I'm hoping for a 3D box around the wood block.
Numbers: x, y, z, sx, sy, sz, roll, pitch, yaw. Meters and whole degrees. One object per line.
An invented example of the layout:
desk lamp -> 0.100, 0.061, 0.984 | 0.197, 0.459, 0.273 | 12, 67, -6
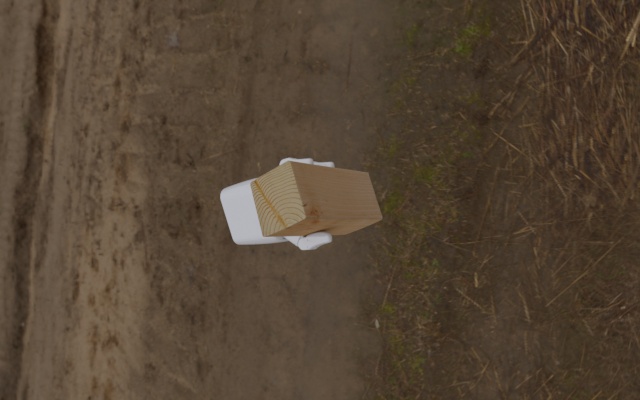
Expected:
wood block -> 0.000, 0.003, 0.768 | 0.090, 0.090, 0.206 | -25, -17, 35
